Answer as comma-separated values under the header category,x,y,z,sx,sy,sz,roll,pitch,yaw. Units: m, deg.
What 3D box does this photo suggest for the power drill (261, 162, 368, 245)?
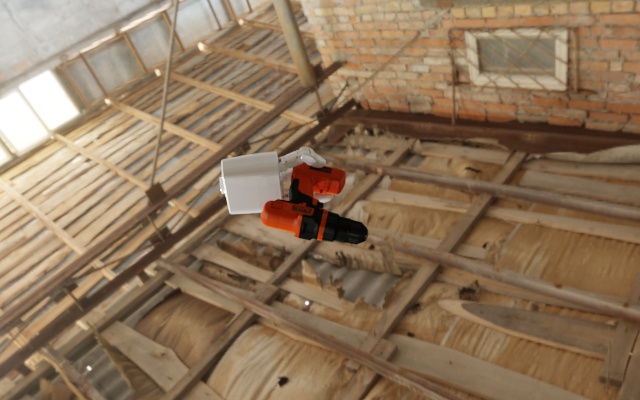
category,x,y,z,sx,sy,sz,roll,pitch,yaw
power drill,0.000,0.003,0.866,0.184,0.057,0.187,14,32,1
